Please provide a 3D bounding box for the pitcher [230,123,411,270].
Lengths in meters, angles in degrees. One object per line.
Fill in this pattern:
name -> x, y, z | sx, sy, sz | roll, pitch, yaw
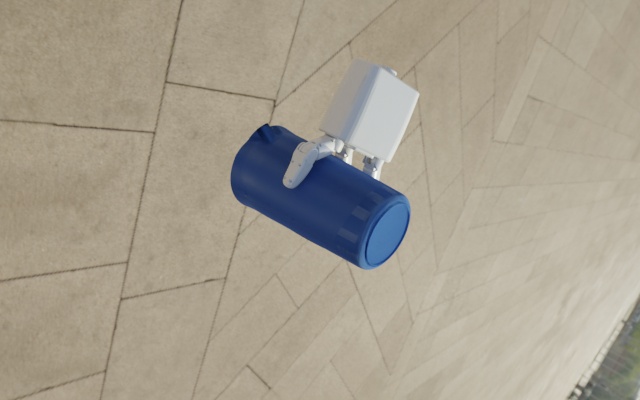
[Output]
pitcher -> 0.000, 0.002, 0.669 | 0.242, 0.145, 0.149 | 30, 8, 35
